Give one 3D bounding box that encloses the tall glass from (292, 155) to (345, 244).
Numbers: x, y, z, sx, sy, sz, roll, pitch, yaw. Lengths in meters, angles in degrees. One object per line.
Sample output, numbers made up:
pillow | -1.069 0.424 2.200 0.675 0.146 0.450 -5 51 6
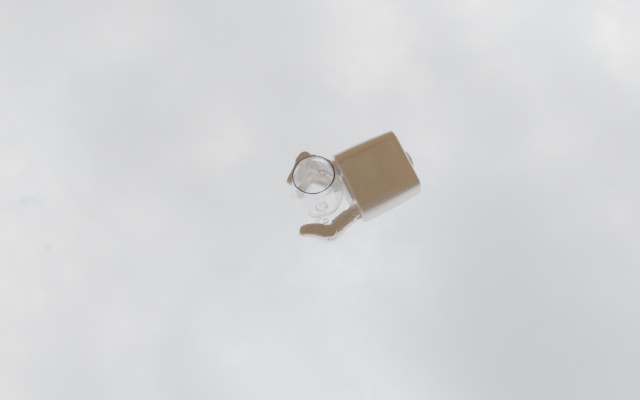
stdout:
tall glass | 0.000 0.003 0.764 0.079 0.079 0.201 0 -23 7
